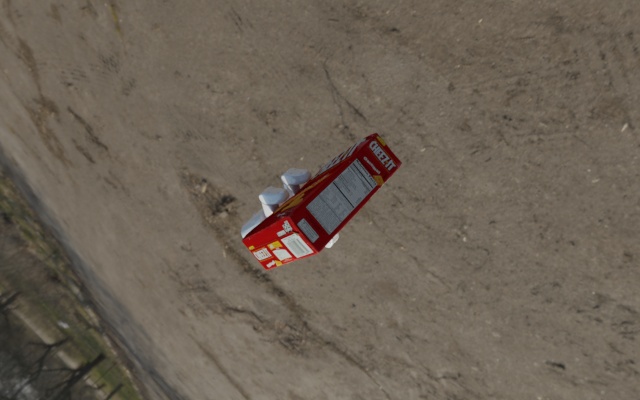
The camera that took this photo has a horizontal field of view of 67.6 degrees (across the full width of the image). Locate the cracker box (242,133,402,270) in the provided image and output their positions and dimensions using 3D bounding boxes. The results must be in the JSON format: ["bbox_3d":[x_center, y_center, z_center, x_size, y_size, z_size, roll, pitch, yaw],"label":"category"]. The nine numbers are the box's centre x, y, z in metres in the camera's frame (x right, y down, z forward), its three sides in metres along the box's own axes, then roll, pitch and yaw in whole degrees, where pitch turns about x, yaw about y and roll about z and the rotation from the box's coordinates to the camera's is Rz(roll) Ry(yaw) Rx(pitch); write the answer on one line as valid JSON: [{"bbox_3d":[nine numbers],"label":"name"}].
[{"bbox_3d":[0.000,0.003,0.723,0.213,0.072,0.164,-45,10,-33],"label":"cracker box"}]
